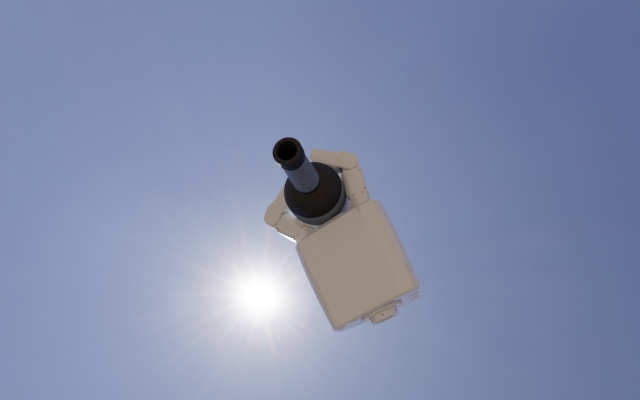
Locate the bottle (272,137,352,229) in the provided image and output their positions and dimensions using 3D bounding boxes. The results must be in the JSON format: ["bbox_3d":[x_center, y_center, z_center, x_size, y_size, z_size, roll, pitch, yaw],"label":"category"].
[{"bbox_3d":[0.000,0.002,0.561,0.069,0.069,0.296,0,-18,12],"label":"bottle"}]
